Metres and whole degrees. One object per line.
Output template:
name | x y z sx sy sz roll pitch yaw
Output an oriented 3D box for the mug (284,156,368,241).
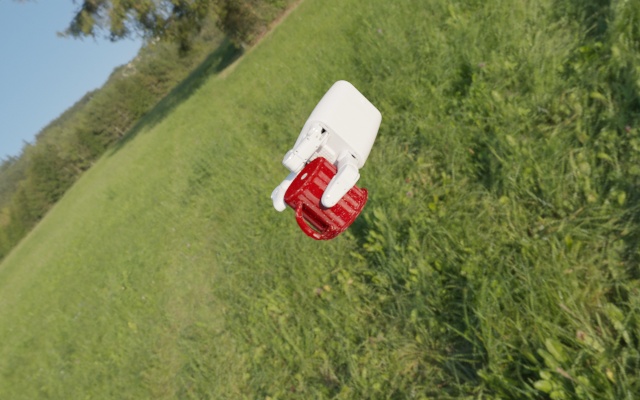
mug | -0.001 0.003 0.646 0.081 0.117 0.093 41 -43 -15
